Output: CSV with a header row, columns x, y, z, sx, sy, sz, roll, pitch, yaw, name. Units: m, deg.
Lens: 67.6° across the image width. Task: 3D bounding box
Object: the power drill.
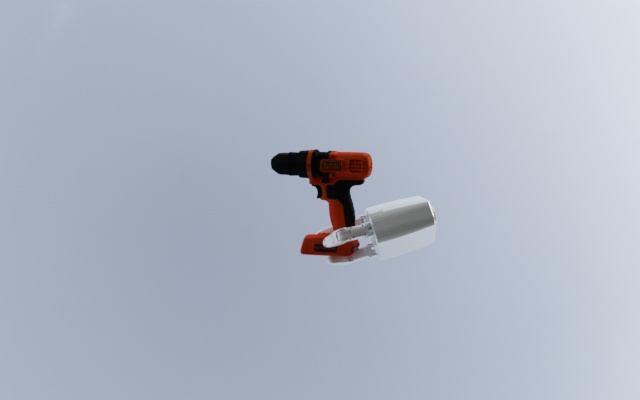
x,y,z,sx,sy,sz,roll,pitch,yaw,name
0.000,0.003,0.853,0.184,0.188,0.057,2,11,17,power drill
